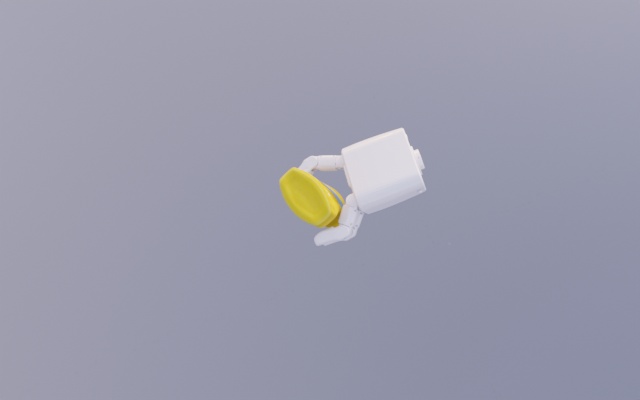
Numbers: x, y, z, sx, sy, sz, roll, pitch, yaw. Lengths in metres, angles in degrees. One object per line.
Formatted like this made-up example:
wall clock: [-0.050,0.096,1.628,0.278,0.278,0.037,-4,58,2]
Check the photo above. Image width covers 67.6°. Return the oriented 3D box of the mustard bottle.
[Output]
mustard bottle: [0.000,0.003,0.781,0.058,0.096,0.191,-44,-14,7]
